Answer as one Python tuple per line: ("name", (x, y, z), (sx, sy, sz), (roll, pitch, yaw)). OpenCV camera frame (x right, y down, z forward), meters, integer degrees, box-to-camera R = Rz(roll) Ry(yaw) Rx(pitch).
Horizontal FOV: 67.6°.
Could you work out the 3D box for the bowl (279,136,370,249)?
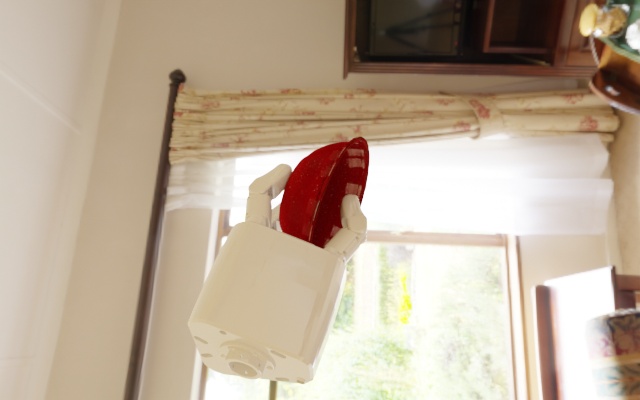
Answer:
("bowl", (0.000, 0.001, 0.527), (0.055, 0.162, 0.162), (19, 6, 19))
